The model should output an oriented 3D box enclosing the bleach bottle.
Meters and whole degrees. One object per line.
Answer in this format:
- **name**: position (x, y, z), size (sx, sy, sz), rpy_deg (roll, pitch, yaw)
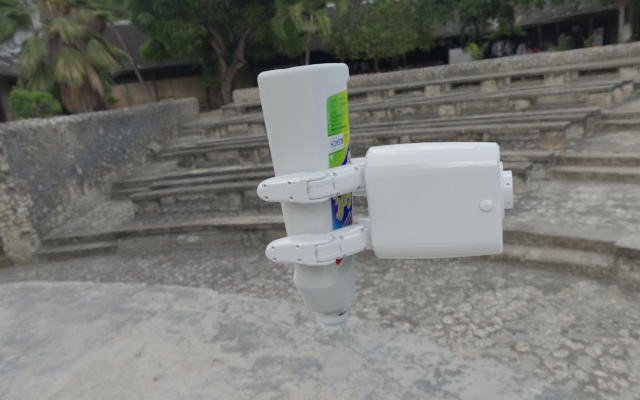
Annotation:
- **bleach bottle**: position (0.000, 0.001, 0.458), size (0.068, 0.251, 0.102), rpy_deg (-2, 15, 20)
